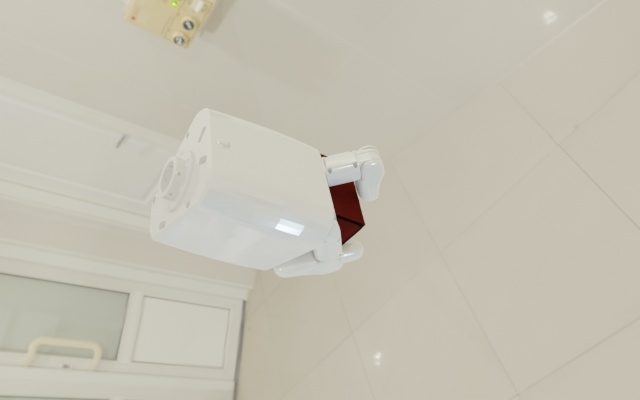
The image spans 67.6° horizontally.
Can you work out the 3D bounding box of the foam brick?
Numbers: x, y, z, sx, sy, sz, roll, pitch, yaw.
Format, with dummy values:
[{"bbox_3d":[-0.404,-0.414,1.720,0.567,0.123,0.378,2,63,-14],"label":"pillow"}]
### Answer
[{"bbox_3d":[0.000,0.001,0.452,0.051,0.078,0.053,20,-49,-34],"label":"foam brick"}]
